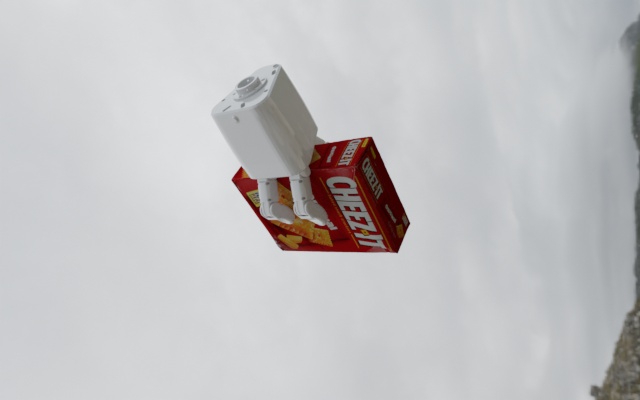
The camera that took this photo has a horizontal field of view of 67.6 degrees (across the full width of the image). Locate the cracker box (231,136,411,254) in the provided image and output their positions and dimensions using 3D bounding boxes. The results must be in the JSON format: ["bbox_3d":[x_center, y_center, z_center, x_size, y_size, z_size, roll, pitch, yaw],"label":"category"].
[{"bbox_3d":[0.000,0.002,0.697,0.213,0.164,0.072,-3,42,35],"label":"cracker box"}]
